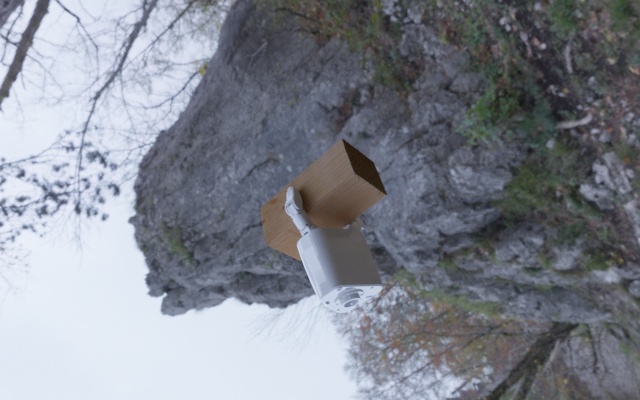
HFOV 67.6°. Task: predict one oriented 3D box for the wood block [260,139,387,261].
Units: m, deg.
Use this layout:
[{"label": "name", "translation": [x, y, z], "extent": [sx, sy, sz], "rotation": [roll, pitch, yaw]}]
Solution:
[{"label": "wood block", "translation": [0.000, 0.003, 0.831], "extent": [0.206, 0.090, 0.091], "rotation": [-39, -47, 23]}]
